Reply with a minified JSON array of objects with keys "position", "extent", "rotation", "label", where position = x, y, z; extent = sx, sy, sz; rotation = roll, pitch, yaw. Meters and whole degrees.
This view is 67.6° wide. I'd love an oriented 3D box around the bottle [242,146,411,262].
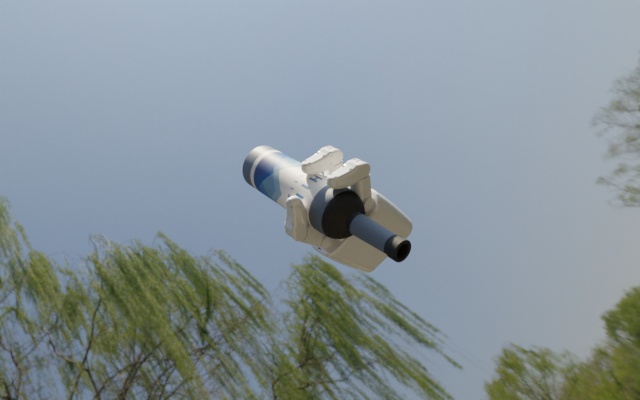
[{"position":[0.000,0.002,0.625],"extent":[0.069,0.069,0.295],"rotation":[0,21,-41],"label":"bottle"}]
